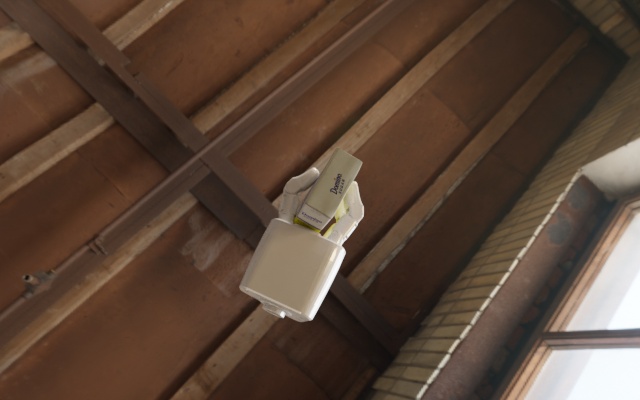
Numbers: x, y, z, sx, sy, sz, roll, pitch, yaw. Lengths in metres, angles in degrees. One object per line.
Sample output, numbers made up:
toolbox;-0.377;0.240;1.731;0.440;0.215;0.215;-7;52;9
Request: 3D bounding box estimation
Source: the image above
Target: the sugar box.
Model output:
sugar box;0.000;0.003;0.682;0.048;0.093;0.176;31;-20;-4
